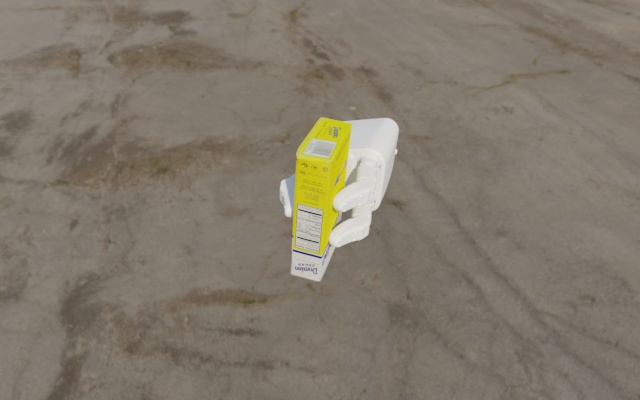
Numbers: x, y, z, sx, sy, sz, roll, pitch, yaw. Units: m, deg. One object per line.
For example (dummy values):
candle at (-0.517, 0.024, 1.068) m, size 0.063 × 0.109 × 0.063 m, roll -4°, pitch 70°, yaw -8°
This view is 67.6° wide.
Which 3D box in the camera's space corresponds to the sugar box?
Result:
sugar box at (0.001, 0.002, 0.571) m, size 0.048 × 0.176 × 0.093 m, roll 12°, pitch 38°, yaw 13°
